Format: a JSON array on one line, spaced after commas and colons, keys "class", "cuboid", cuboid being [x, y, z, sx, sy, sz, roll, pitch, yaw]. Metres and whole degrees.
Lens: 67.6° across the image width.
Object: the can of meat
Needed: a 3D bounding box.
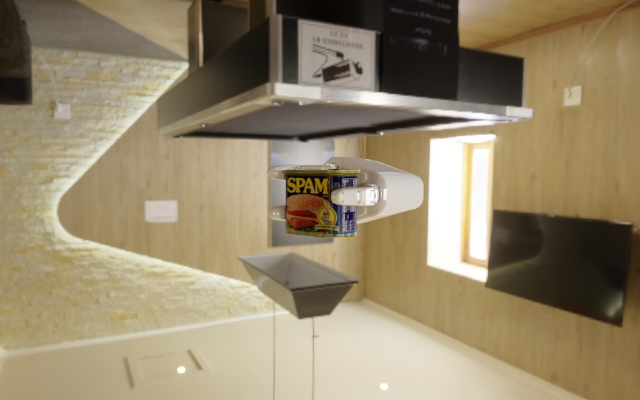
[{"class": "can of meat", "cuboid": [0.000, 0.002, 0.615, 0.102, 0.084, 0.057, 4, 5, 40]}]
